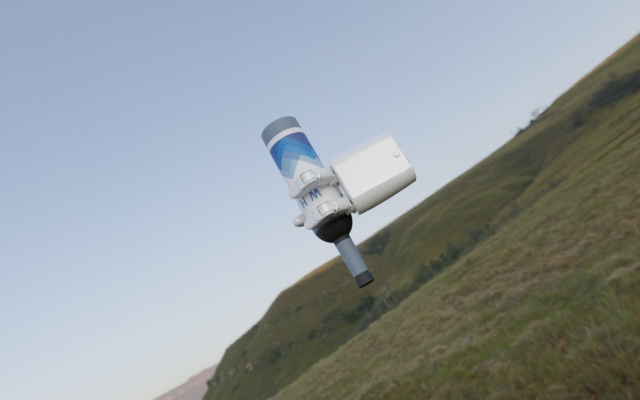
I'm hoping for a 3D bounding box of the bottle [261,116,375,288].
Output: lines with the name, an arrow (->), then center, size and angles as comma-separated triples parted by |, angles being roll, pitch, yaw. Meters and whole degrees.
bottle -> 0.000, 0.002, 0.755 | 0.069, 0.295, 0.069 | -27, -17, -9
